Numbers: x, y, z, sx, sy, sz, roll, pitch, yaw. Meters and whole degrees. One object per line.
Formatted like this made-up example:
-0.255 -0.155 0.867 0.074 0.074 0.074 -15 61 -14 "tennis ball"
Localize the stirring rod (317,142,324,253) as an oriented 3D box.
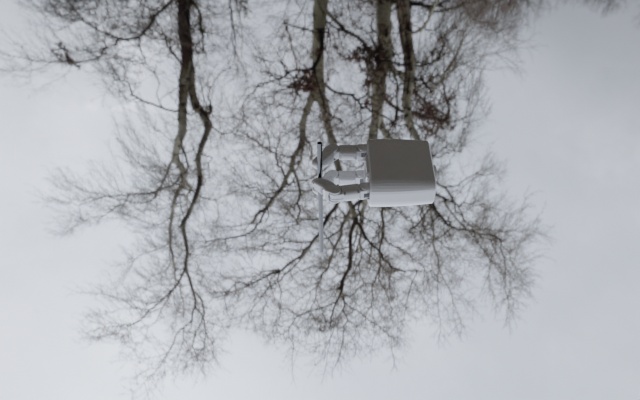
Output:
0.000 0.003 0.821 0.011 0.240 0.011 -1 40 1 "stirring rod"
